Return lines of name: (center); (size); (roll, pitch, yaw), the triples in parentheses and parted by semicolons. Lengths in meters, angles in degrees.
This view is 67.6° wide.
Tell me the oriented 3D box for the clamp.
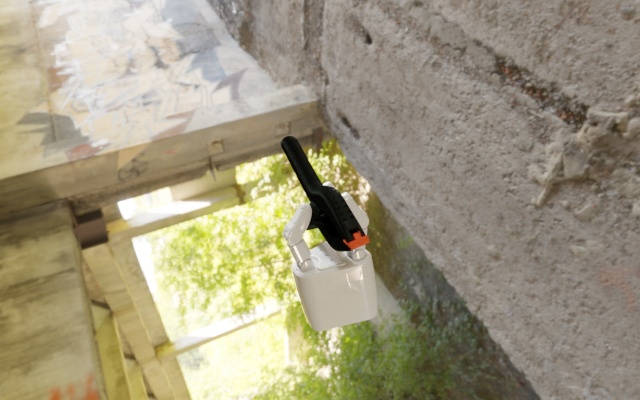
clamp: (0.000, 0.003, 0.670); (0.036, 0.165, 0.210); (-23, 26, -17)
